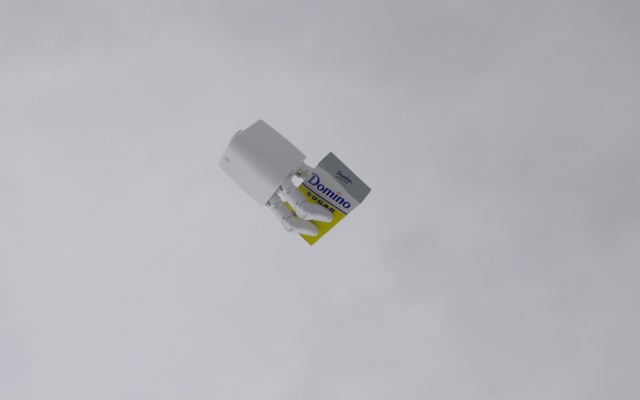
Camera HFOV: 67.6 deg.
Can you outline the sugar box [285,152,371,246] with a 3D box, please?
[{"bbox_3d":[0.000,0.003,0.812,0.048,0.093,0.176,-48,1,-37],"label":"sugar box"}]
